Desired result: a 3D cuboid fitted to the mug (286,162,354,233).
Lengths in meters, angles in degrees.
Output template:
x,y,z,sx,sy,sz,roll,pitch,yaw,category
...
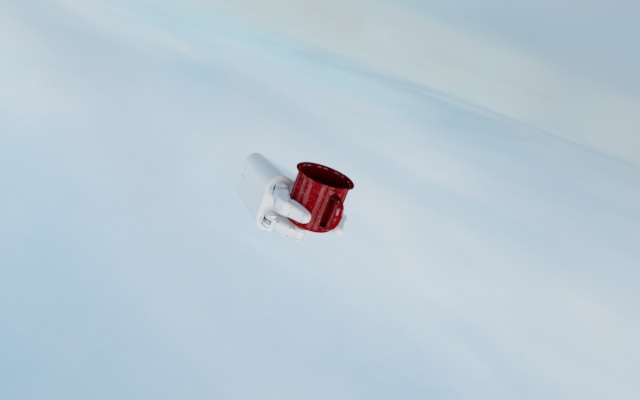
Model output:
x,y,z,sx,sy,sz,roll,pitch,yaw,category
0.001,0.003,0.724,0.093,0.081,0.117,6,25,-34,mug
